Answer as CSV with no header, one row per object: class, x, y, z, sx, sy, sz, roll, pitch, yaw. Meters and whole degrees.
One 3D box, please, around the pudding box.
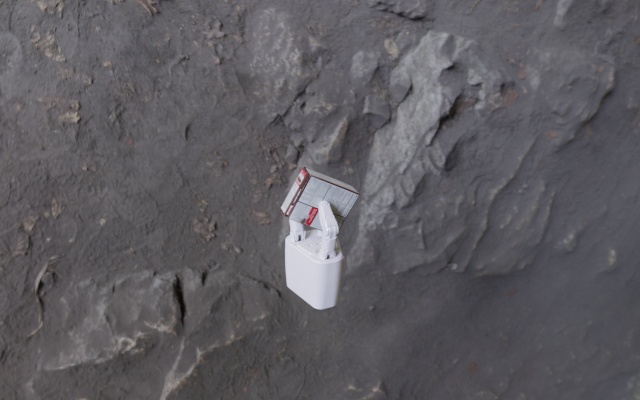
pudding box,0.000,0.003,0.828,0.113,0.090,0.039,20,16,-34
